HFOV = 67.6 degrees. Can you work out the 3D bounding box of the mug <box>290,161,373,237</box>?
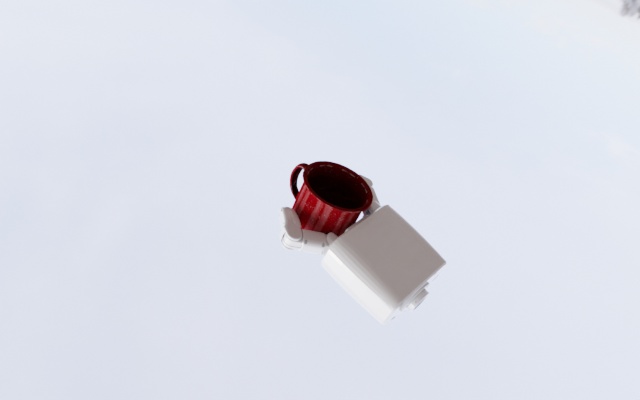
[{"bbox_3d":[-0.001,0.001,0.615,0.117,0.081,0.093,44,40,22],"label":"mug"}]
